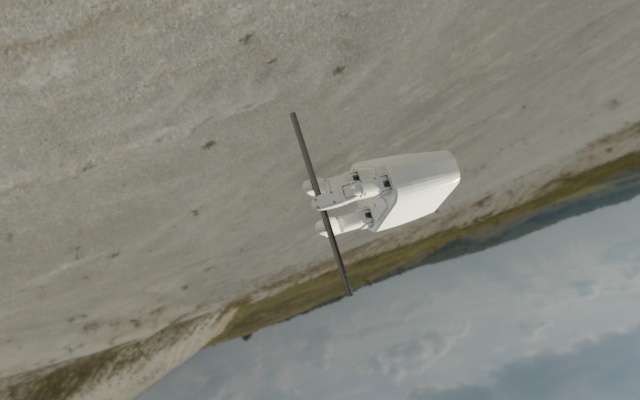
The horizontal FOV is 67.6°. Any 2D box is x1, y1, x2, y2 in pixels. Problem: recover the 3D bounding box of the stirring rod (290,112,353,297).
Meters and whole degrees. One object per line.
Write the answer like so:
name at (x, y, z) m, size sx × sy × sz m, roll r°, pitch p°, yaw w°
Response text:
stirring rod at (0.000, 0.002, 0.593) m, size 0.011 × 0.239 × 0.011 m, roll -17°, pitch -8°, yaw -3°
